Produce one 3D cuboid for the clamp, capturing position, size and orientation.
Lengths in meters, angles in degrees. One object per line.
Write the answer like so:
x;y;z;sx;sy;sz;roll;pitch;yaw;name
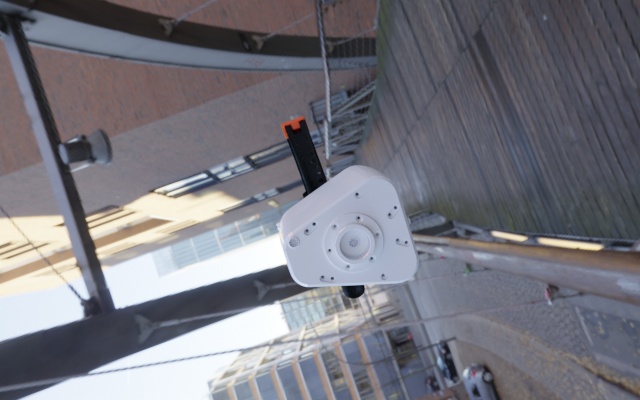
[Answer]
-0.001;0.002;0.590;0.036;0.210;0.164;-20;8;-3;clamp
